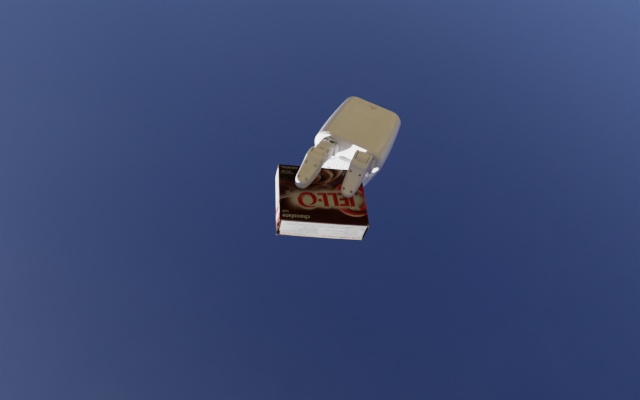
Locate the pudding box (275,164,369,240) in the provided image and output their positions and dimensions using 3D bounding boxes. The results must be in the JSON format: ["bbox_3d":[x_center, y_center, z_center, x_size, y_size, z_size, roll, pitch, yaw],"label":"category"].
[{"bbox_3d":[0.000,0.002,0.603,0.113,0.090,0.039,3,-40,-9],"label":"pudding box"}]
